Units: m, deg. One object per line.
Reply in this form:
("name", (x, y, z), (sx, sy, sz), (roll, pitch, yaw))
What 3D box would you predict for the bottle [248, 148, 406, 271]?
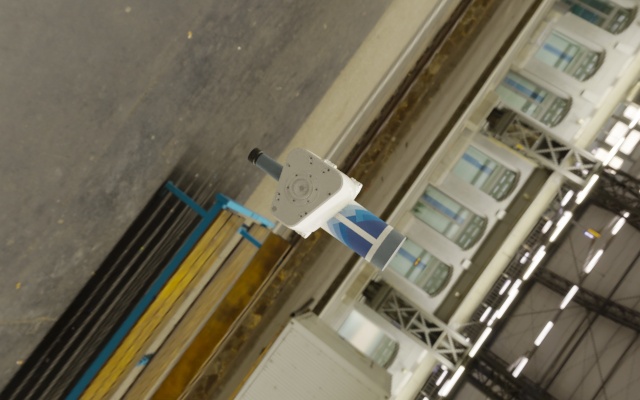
("bottle", (0.000, 0.003, 0.790), (0.295, 0.069, 0.069), (35, 9, 13))
